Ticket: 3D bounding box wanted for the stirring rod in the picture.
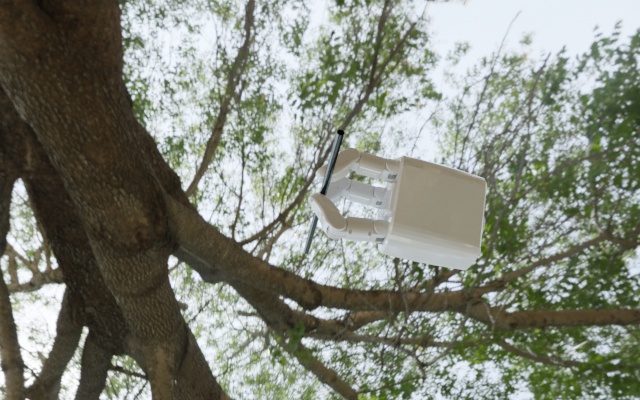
[{"bbox_3d":[0.000,0.002,0.569,0.011,0.011,0.240,0,-35,-12],"label":"stirring rod"}]
